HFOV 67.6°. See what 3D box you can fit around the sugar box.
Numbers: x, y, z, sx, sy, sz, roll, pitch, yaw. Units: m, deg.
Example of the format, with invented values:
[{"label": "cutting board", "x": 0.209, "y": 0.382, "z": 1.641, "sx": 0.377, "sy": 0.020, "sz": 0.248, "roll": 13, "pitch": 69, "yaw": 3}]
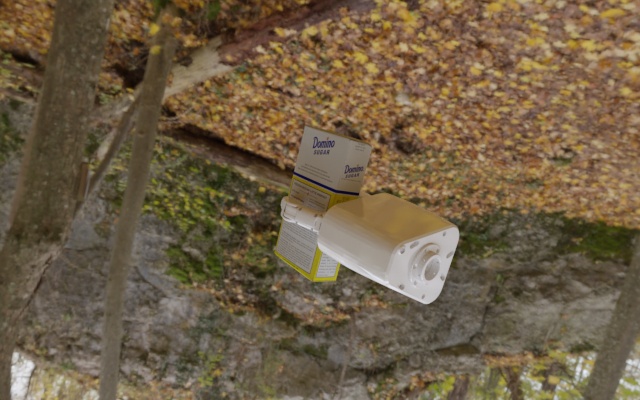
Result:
[{"label": "sugar box", "x": 0.001, "y": 0.002, "z": 0.598, "sx": 0.048, "sy": 0.176, "sz": 0.093, "roll": 9, "pitch": 12, "yaw": -41}]
